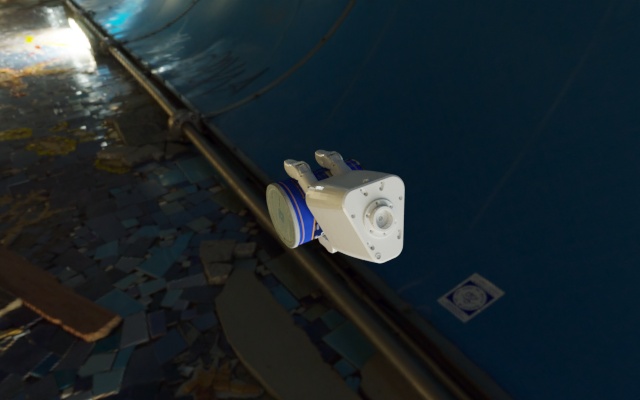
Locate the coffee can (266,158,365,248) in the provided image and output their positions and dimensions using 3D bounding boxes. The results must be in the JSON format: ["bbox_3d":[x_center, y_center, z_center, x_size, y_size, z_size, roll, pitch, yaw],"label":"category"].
[{"bbox_3d":[0.000,0.003,0.746,0.140,0.103,0.103,-20,8,-22],"label":"coffee can"}]
